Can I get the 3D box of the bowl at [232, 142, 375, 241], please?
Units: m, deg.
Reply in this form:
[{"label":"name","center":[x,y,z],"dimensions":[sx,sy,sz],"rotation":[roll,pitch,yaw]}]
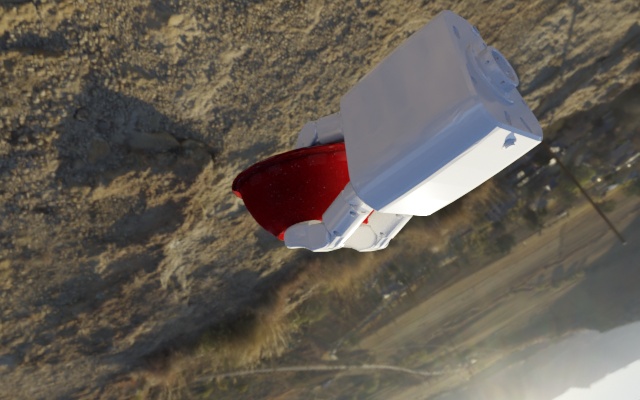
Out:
[{"label":"bowl","center":[0.000,0.002,0.453],"dimensions":[0.162,0.055,0.162],"rotation":[-10,-15,-3]}]
